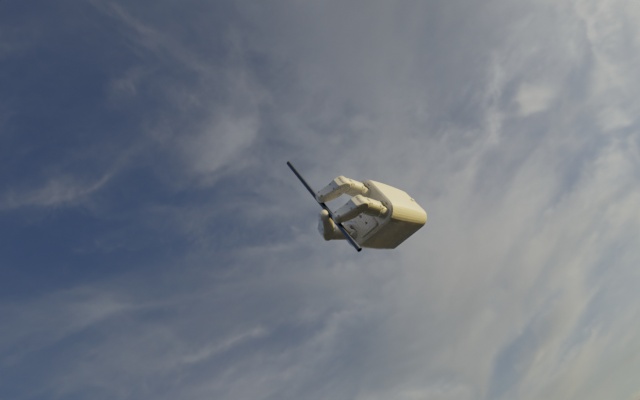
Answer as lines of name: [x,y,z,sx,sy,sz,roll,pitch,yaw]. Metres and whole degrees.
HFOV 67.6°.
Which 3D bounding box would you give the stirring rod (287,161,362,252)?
stirring rod: [0.000,0.003,0.782,0.011,0.011,0.239,0,36,-36]
